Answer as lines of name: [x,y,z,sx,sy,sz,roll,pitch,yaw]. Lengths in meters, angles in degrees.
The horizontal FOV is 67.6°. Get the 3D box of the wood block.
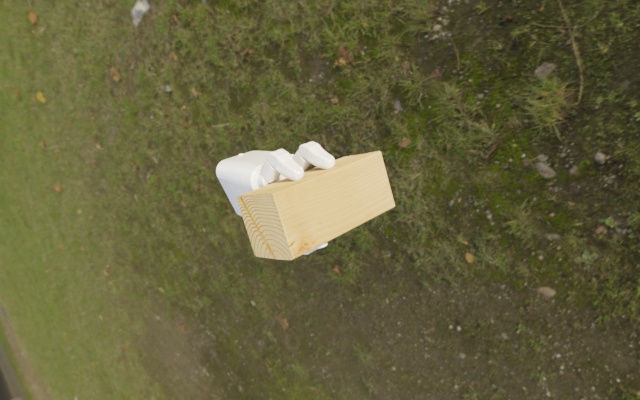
wood block: [0.000,0.003,0.680,0.206,0.091,0.090,-24,13,-38]
